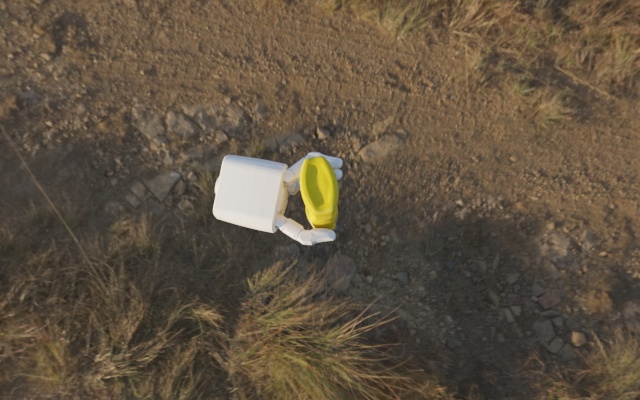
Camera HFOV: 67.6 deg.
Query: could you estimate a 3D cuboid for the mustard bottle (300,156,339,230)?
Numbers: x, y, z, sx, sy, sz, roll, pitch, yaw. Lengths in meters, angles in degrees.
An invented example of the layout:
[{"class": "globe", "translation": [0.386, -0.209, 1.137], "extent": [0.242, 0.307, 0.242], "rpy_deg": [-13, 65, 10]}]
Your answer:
[{"class": "mustard bottle", "translation": [0.000, 0.003, 0.810], "extent": [0.058, 0.096, 0.192], "rpy_deg": [-12, -17, -2]}]
